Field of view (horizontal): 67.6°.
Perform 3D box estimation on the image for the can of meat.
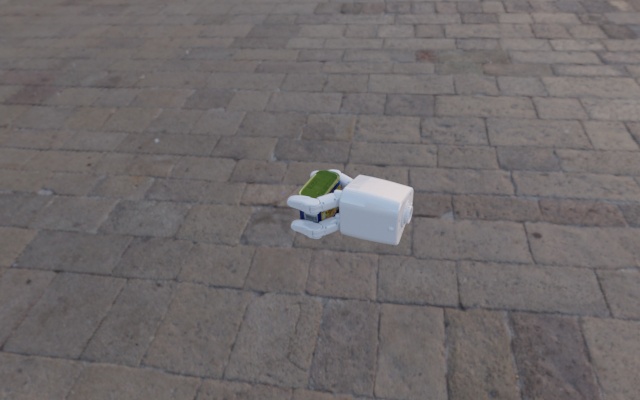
[{"bbox_3d":[0.000,0.003,0.896,0.057,0.084,0.102,16,43,23],"label":"can of meat"}]
